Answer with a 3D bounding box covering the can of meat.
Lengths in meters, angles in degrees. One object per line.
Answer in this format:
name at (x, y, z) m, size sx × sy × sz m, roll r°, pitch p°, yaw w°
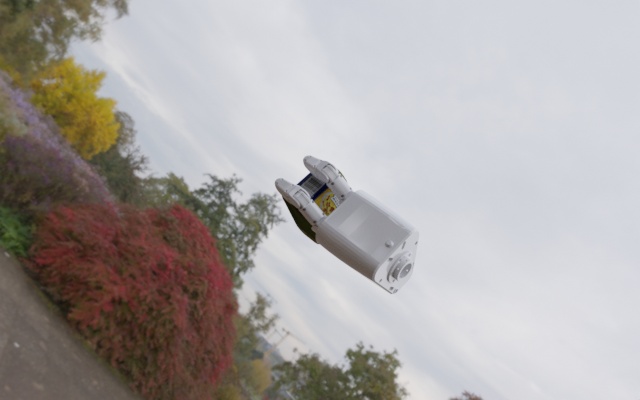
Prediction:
can of meat at (0.000, 0.002, 0.719) m, size 0.057 × 0.084 × 0.102 m, roll 34°, pitch -21°, yaw 37°
